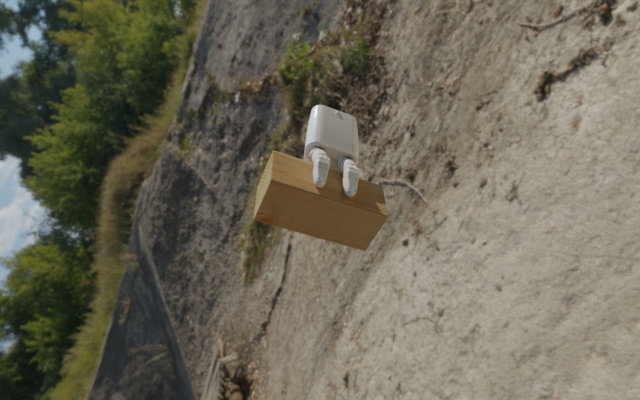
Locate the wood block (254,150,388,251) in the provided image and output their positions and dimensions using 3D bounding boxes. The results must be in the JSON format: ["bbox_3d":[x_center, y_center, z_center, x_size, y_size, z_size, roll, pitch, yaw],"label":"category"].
[{"bbox_3d":[0.000,0.003,0.819,0.206,0.091,0.090,17,38,-16],"label":"wood block"}]
